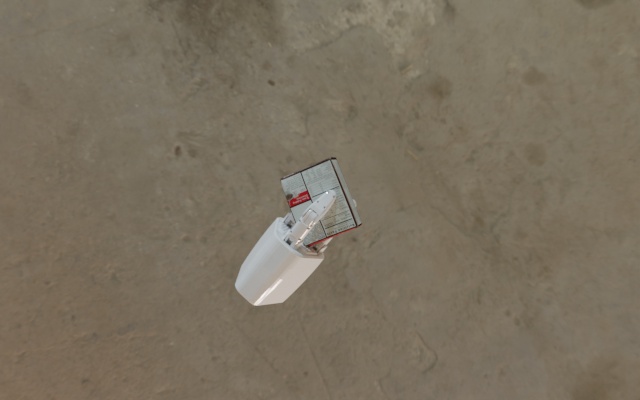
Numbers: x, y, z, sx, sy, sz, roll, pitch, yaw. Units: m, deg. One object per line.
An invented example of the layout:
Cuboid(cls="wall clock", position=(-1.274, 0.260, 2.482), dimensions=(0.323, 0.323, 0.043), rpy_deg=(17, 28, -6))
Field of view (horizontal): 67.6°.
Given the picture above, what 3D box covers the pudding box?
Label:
Cuboid(cls="pudding box", position=(0.000, 0.002, 0.719), dimensions=(0.090, 0.113, 0.039), rpy_deg=(-22, 0, 14))
